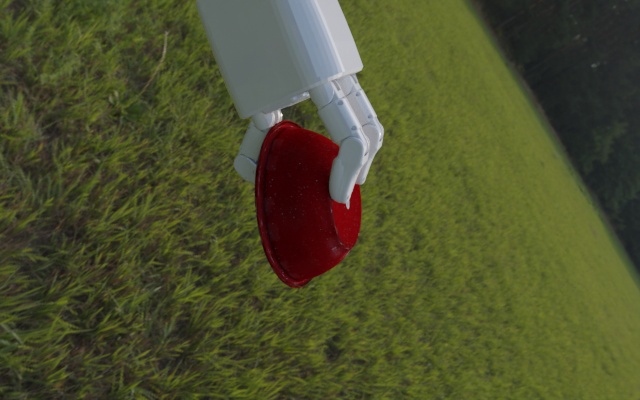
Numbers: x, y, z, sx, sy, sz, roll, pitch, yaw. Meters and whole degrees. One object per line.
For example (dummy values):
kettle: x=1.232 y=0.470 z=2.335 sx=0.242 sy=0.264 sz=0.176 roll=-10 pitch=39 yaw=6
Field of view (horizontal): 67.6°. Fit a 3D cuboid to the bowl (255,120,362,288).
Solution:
bowl: x=0.001 y=0.003 z=0.454 sx=0.055 sy=0.162 sz=0.162 roll=-4 pitch=-2 yaw=21
